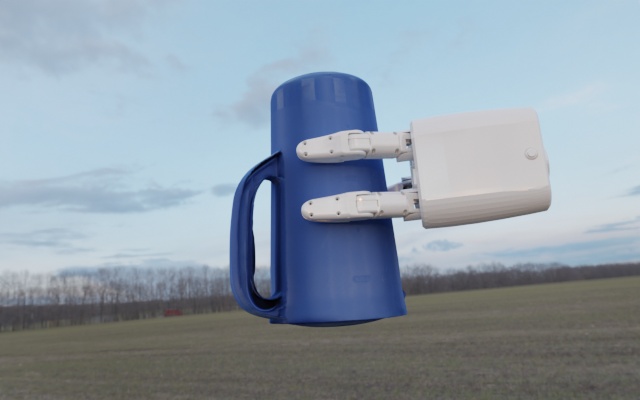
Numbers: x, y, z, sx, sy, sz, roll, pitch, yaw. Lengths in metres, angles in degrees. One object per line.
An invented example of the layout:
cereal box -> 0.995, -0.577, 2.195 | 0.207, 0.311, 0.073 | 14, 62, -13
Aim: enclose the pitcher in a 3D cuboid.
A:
pitcher -> 0.000, 0.002, 0.476 | 0.145, 0.242, 0.149 | -7, -12, 14
